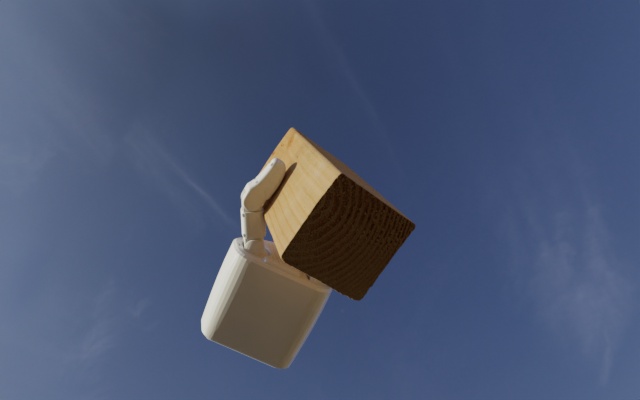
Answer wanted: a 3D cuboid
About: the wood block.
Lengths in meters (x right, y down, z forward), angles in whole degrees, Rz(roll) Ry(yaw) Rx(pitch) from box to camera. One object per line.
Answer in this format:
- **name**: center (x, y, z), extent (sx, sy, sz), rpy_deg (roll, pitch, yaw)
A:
- **wood block**: center (0.000, 0.002, 0.497), extent (0.091, 0.090, 0.206), rpy_deg (32, 8, -23)
